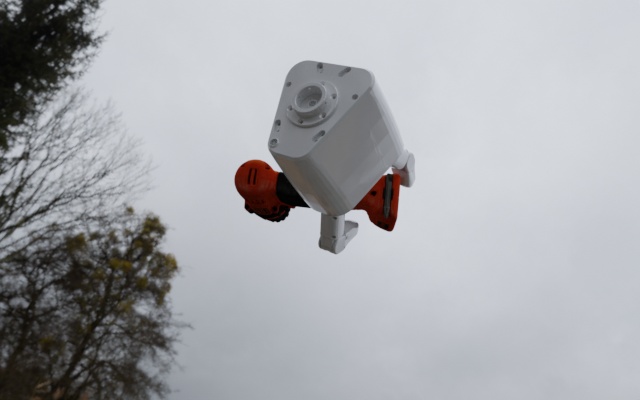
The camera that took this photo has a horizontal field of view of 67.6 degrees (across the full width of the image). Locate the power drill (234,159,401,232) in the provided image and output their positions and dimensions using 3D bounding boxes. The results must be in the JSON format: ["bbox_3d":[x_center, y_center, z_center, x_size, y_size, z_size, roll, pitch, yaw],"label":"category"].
[{"bbox_3d":[0.001,0.002,0.588,0.187,0.057,0.184,4,-11,5],"label":"power drill"}]
